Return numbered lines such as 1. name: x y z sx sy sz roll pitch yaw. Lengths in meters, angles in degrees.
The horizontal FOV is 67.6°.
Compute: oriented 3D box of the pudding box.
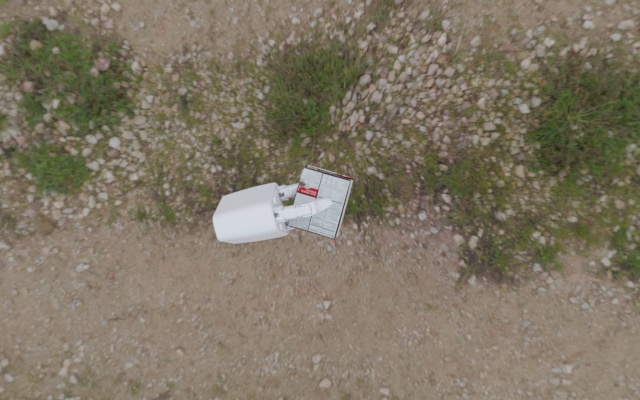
1. pudding box: 0.000 0.003 0.835 0.090 0.113 0.039 16 11 6
